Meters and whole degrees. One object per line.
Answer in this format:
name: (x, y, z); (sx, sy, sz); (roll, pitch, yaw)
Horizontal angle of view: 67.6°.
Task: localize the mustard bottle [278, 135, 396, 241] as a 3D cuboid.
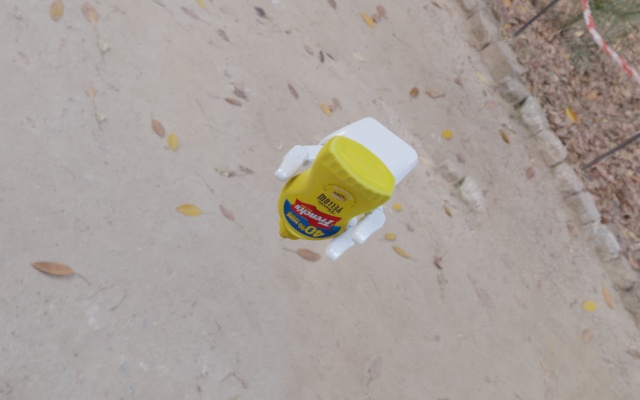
mustard bottle: (0.000, 0.002, 0.609); (0.096, 0.058, 0.192); (35, -43, -15)
